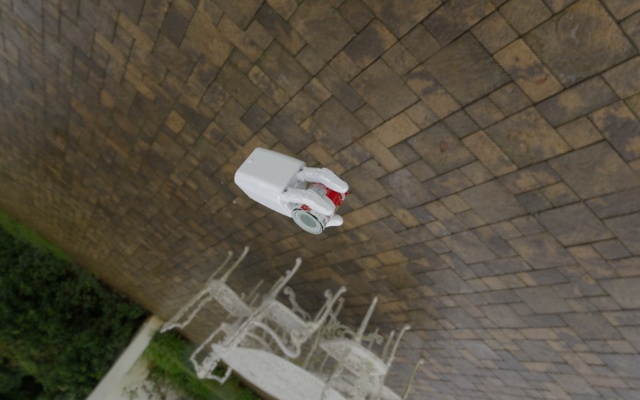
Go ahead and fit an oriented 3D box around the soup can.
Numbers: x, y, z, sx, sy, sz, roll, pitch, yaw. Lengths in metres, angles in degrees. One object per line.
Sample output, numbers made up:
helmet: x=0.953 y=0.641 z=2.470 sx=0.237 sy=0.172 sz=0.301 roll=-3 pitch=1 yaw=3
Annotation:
soup can: x=0.000 y=0.003 z=0.890 sx=0.068 sy=0.102 sz=0.069 roll=26 pitch=-30 yaw=16
